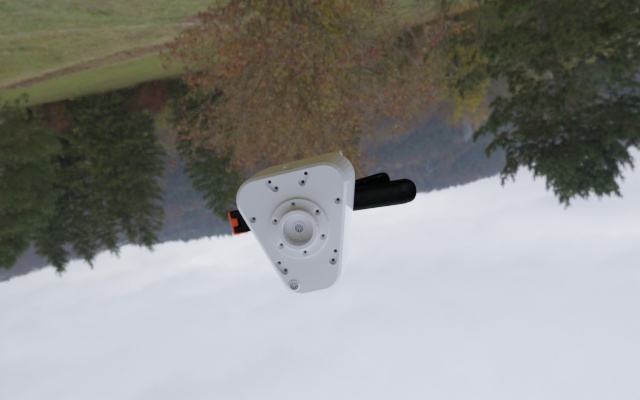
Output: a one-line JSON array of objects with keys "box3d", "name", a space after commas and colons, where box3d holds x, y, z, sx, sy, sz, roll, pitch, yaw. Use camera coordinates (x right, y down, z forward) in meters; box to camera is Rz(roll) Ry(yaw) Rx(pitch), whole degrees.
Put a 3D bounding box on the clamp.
[{"box3d": [0.000, 0.003, 0.560, 0.210, 0.036, 0.164, -13, 5, 7], "name": "clamp"}]
